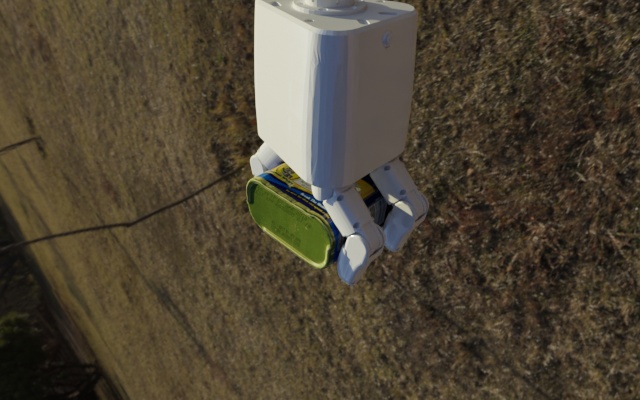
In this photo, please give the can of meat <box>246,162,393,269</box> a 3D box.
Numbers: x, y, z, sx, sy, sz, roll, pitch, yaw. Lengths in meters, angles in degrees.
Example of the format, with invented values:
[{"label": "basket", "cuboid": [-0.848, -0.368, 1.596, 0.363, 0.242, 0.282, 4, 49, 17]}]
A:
[{"label": "can of meat", "cuboid": [0.000, 0.001, 0.404, 0.102, 0.057, 0.084, 31, 45, 31]}]
